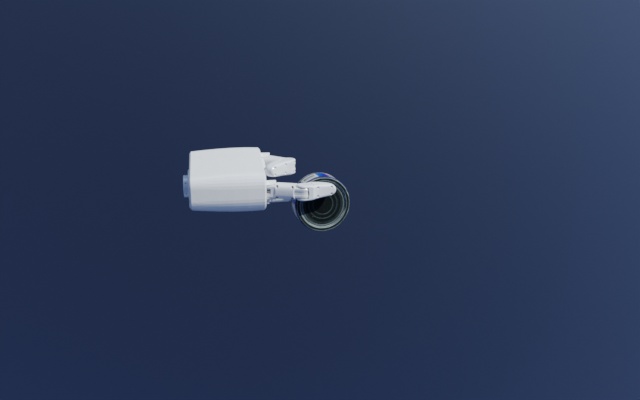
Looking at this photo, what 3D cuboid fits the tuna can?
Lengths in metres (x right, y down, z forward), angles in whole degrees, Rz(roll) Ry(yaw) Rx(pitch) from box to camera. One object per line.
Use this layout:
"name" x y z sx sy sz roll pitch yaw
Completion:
"tuna can" 0.000 0.002 0.723 0.086 0.086 0.033 0 13 -16
